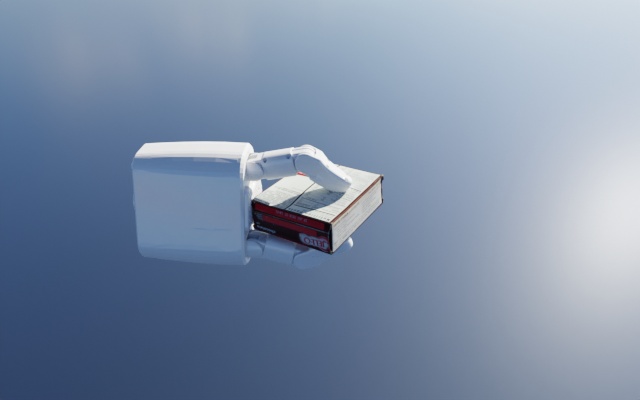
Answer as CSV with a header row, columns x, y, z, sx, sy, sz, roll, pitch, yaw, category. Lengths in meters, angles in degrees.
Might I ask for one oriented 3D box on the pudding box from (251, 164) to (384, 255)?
x,y,z,sx,sy,sz,roll,pitch,yaw,category
0.000,0.001,0.476,0.090,0.039,0.113,17,36,27,pudding box
